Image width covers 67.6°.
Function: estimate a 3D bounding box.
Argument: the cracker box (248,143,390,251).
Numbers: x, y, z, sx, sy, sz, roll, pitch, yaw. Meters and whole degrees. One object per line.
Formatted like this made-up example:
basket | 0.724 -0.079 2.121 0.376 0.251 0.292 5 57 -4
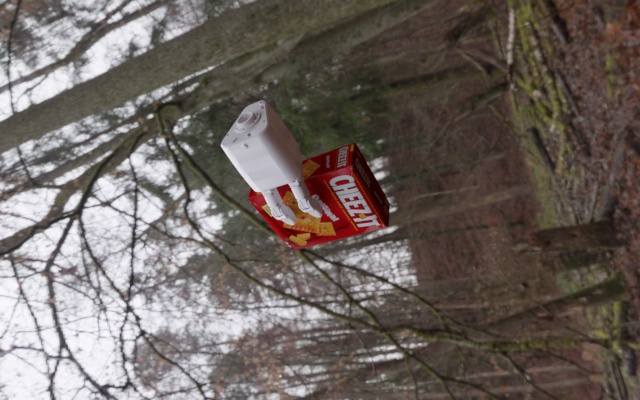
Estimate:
cracker box | 0.000 0.003 0.887 0.214 0.072 0.164 -16 -50 24
